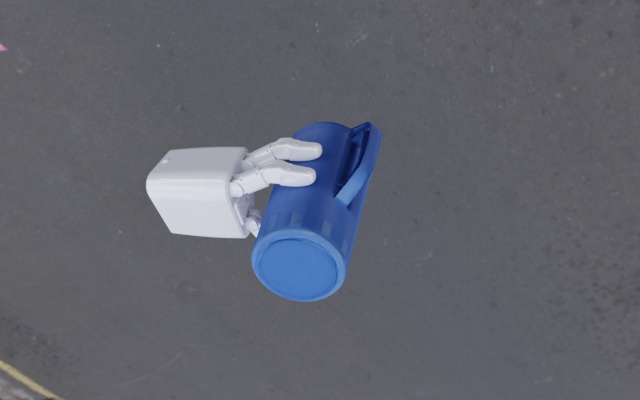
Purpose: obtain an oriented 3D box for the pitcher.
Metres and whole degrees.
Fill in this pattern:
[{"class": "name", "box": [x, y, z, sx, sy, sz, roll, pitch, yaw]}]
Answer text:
[{"class": "pitcher", "box": [0.000, 0.002, 0.611, 0.145, 0.149, 0.242, 3, 35, 9]}]
